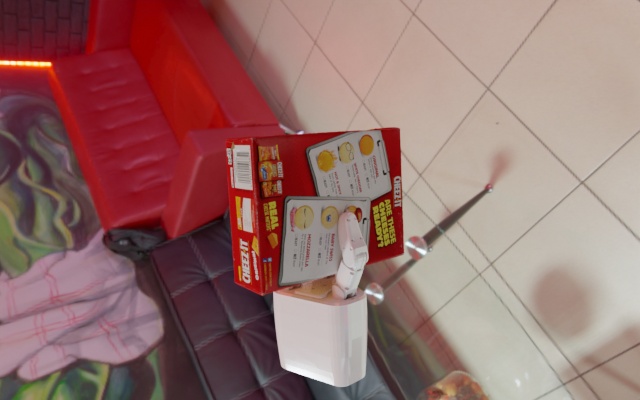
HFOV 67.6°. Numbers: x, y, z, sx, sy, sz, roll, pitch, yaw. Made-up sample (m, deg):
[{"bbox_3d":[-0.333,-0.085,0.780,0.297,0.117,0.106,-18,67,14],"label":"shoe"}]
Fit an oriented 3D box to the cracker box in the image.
[{"bbox_3d":[0.000,0.002,0.561,0.213,0.164,0.072,-10,11,-37],"label":"cracker box"}]
